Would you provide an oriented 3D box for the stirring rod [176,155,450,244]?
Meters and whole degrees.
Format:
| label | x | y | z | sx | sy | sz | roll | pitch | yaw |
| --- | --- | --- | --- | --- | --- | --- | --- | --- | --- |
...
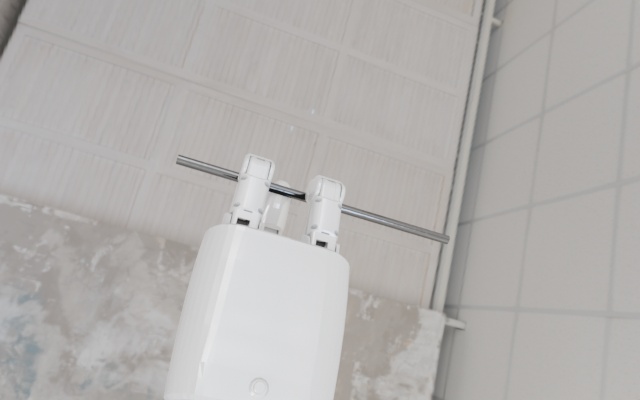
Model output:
| label | x | y | z | sx | sy | sz | roll | pitch | yaw |
| --- | --- | --- | --- | --- | --- | --- | --- | --- | --- |
| stirring rod | 0.000 | 0.001 | 0.400 | 0.239 | 0.011 | 0.011 | 17 | -4 | -12 |
